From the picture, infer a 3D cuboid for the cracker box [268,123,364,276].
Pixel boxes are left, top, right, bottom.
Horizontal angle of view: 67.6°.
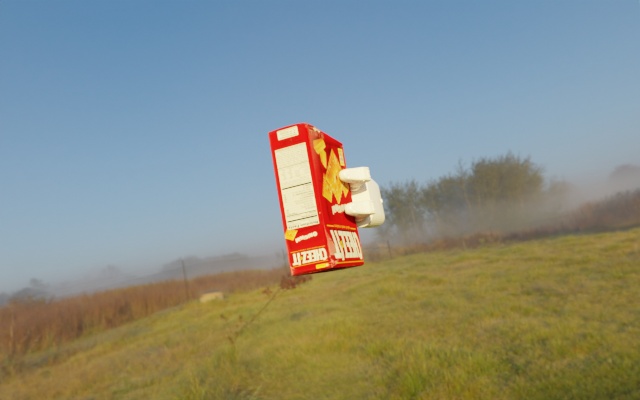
[{"bbox_3d":[0.000,0.002,0.741,0.072,0.213,0.164,-14,-10,20],"label":"cracker box"}]
